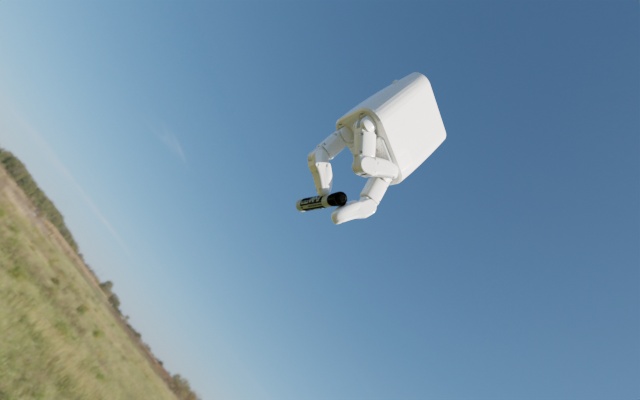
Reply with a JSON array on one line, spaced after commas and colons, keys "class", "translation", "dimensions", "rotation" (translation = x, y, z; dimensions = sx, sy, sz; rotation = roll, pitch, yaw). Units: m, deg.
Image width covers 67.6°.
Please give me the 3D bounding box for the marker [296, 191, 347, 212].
[{"class": "marker", "translation": [0.000, 0.002, 0.633], "dimensions": [0.020, 0.020, 0.121], "rotation": [0, -5, -27]}]
